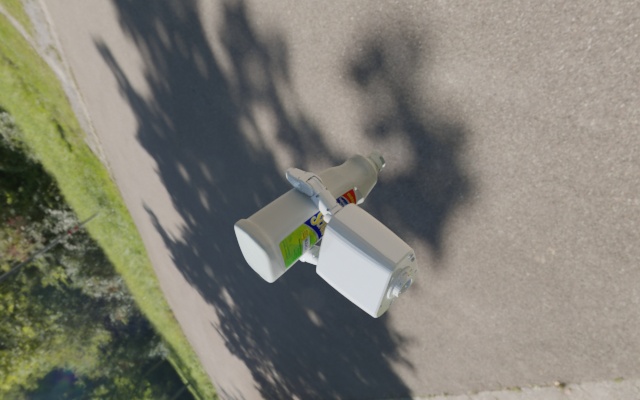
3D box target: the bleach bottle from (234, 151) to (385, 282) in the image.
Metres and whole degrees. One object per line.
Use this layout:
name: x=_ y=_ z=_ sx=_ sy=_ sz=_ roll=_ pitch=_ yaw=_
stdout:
bleach bottle: x=0.000 y=0.002 z=0.677 sx=0.250 sy=0.103 sz=0.068 roll=-39 pitch=58 yaw=-25
